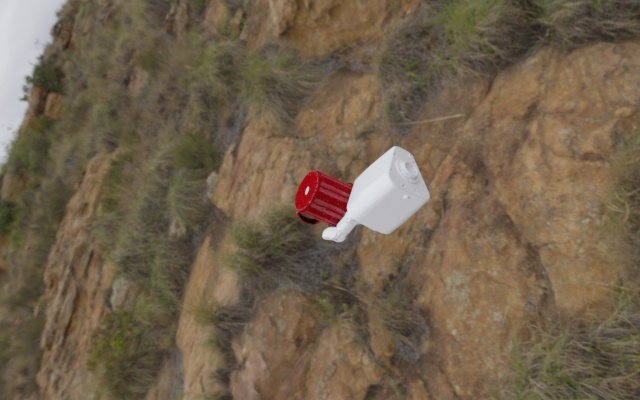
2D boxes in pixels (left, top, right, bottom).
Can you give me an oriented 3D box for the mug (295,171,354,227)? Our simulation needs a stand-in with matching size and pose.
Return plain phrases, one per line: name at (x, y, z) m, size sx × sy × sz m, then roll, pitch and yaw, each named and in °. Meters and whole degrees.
mug at (-0.001, 0.004, 0.878) m, size 0.081 × 0.093 × 0.117 m, roll 24°, pitch -48°, yaw -26°
